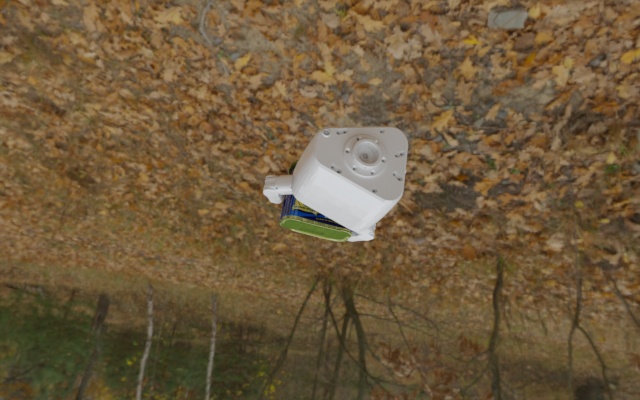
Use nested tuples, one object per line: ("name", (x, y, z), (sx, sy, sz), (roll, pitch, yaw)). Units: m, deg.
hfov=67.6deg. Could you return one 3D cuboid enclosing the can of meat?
("can of meat", (0.000, 0.002, 0.644), (0.102, 0.084, 0.057), (15, -21, -12))
